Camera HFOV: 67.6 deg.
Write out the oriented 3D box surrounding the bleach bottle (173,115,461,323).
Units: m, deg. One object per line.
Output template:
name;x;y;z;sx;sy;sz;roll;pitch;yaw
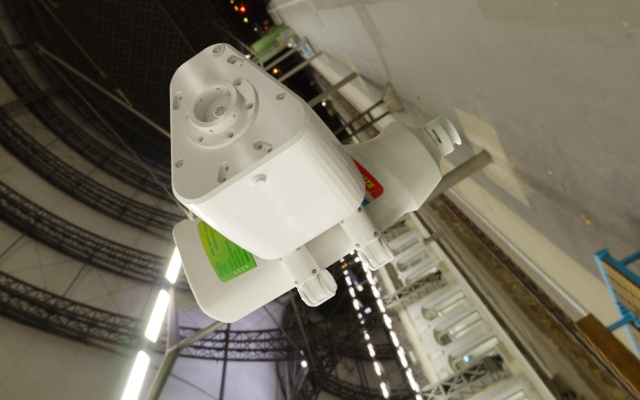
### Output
bleach bottle;0.000;0.001;0.413;0.251;0.102;0.068;-32;-29;6
